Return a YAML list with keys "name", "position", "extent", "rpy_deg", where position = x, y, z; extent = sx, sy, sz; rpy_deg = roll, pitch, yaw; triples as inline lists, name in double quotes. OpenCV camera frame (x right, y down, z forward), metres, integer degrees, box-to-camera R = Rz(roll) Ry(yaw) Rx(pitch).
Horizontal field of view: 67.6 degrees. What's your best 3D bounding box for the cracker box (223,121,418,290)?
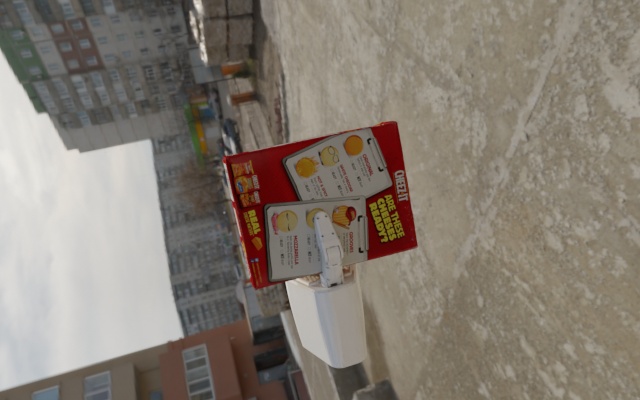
- name: "cracker box"
  position: [0.000, 0.002, 0.600]
  extent: [0.213, 0.164, 0.072]
  rpy_deg: [-13, 11, -12]
